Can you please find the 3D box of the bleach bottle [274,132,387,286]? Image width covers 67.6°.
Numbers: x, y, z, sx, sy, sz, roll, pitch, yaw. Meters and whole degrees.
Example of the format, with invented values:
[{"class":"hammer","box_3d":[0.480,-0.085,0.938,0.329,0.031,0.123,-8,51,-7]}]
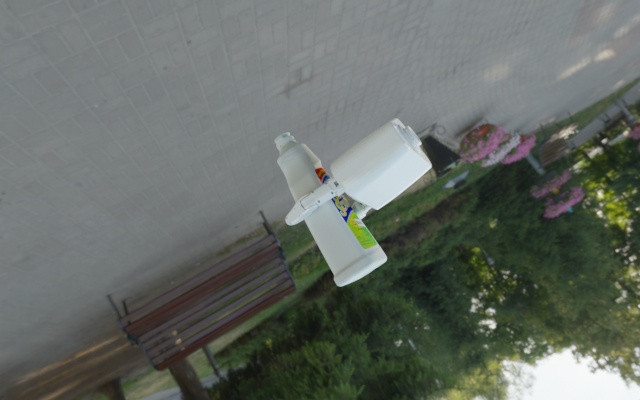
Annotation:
[{"class":"bleach bottle","box_3d":[0.000,0.002,0.722,0.068,0.250,0.102,-38,-15,20]}]
